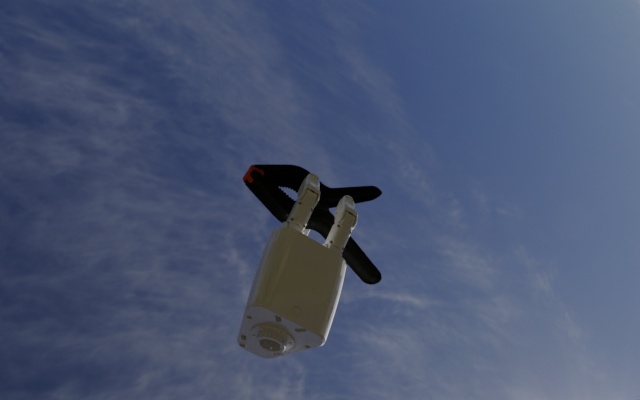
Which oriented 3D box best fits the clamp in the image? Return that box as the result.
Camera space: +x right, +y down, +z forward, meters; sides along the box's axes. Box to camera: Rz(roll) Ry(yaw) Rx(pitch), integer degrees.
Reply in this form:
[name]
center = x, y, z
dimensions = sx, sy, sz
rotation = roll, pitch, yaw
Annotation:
[clamp]
center = -0.001, 0.002, 0.634
dimensions = 0.210, 0.164, 0.036
rotation = 30, -48, -13
